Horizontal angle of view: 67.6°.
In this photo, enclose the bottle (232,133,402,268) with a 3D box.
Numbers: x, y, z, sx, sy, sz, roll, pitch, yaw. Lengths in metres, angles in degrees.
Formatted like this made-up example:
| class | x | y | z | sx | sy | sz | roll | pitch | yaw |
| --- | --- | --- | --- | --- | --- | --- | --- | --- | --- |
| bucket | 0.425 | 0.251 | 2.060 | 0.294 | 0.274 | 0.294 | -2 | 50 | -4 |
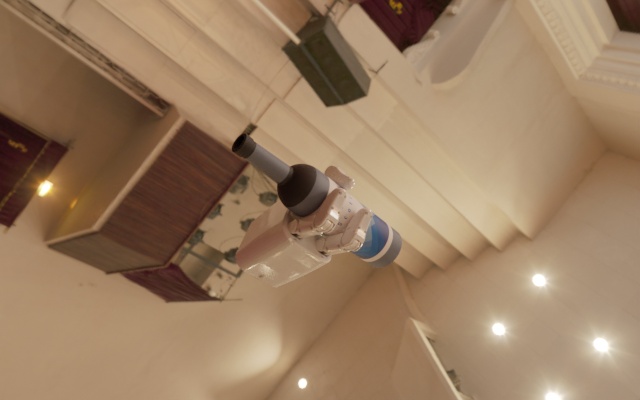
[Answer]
| class | x | y | z | sx | sy | sz | roll | pitch | yaw |
| --- | --- | --- | --- | --- | --- | --- | --- | --- | --- |
| bottle | 0.000 | 0.002 | 0.657 | 0.296 | 0.069 | 0.069 | 36 | -22 | -34 |
